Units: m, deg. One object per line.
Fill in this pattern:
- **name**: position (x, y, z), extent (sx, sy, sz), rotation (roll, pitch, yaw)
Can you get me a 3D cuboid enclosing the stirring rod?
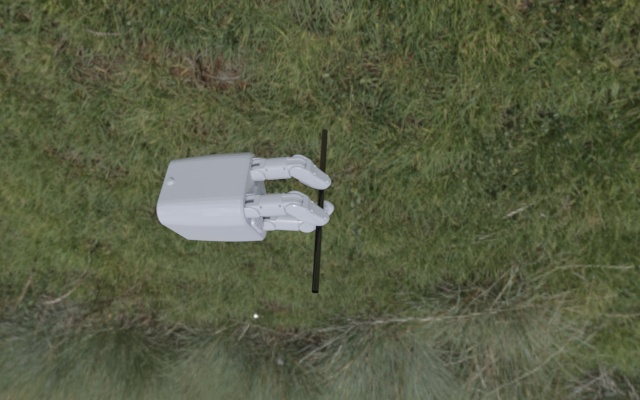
- **stirring rod**: position (0.000, 0.002, 0.590), extent (0.011, 0.239, 0.011), rotation (2, -35, 2)
